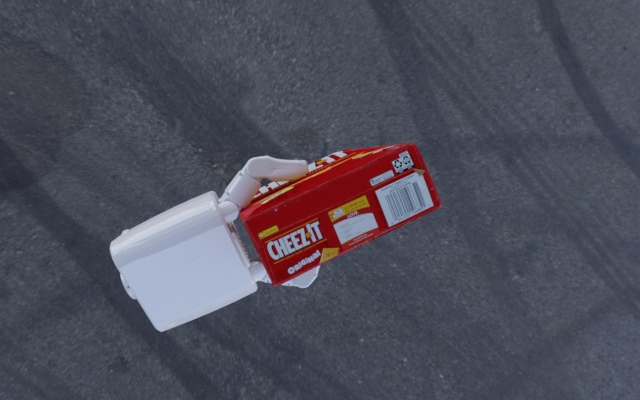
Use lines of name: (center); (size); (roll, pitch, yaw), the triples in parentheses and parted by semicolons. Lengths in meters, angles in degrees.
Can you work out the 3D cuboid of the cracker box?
cracker box: (0.000, 0.002, 0.499); (0.164, 0.072, 0.213); (-25, 9, -9)
